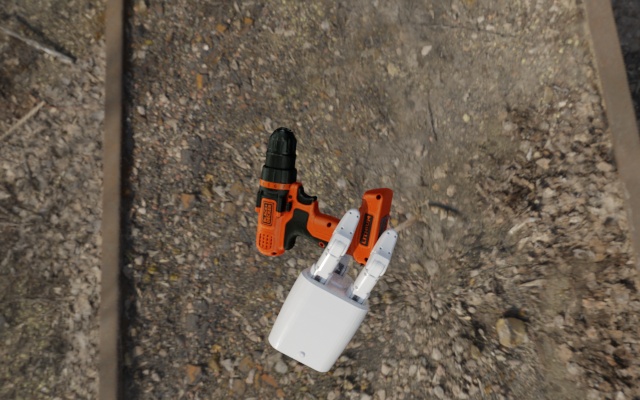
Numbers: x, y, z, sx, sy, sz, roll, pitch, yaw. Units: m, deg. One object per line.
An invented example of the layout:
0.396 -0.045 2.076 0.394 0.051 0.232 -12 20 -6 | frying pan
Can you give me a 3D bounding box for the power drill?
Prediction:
0.000 0.003 0.654 0.187 0.184 0.057 13 16 23 | power drill
